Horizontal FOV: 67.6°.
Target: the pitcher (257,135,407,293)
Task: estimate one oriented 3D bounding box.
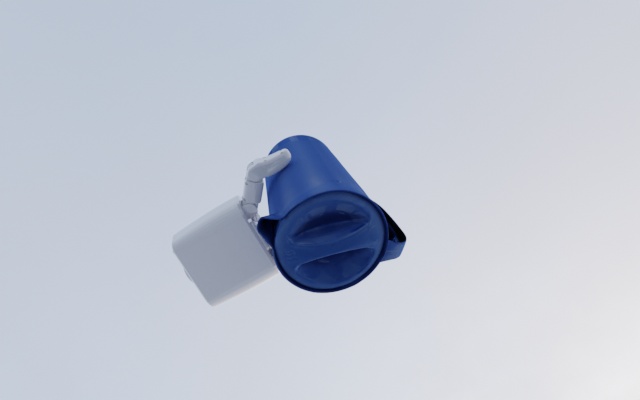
[{"bbox_3d":[0.000,0.002,0.634,0.145,0.149,0.242,-31,28,4],"label":"pitcher"}]
